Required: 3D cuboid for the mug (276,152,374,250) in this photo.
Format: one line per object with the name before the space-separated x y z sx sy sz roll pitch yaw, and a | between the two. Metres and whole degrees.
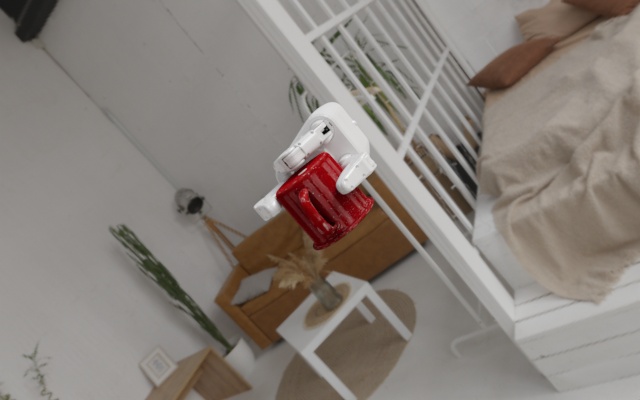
mug | 0.000 0.002 0.549 0.093 0.081 0.117 -37 11 19
